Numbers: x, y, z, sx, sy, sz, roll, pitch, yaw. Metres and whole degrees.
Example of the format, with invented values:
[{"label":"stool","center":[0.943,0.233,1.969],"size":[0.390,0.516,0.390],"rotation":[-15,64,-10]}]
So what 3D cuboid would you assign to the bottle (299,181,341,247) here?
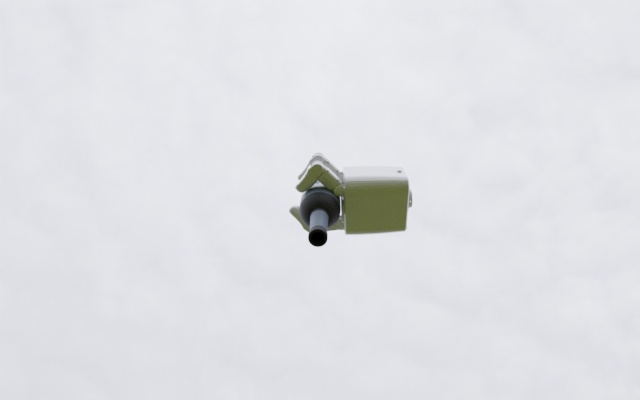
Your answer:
[{"label":"bottle","center":[0.000,0.003,0.798],"size":[0.069,0.069,0.295],"rotation":[0,20,2]}]
